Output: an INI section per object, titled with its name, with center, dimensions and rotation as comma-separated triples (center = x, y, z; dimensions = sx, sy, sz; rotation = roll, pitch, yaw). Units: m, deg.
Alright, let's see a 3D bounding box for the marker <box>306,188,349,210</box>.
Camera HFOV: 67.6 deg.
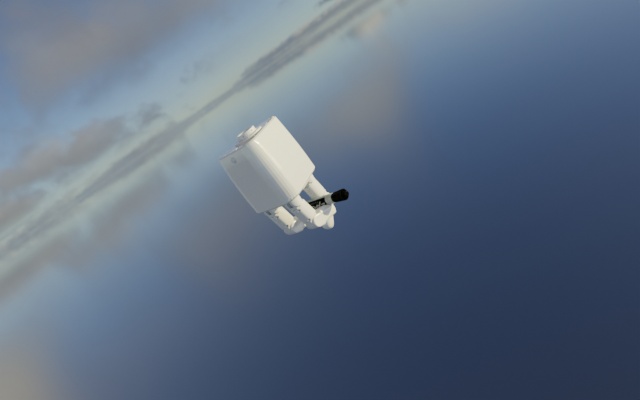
[marker]
center = 0.000, 0.003, 0.771
dimensions = 0.020, 0.020, 0.121
rotation = 0, -13, -43
